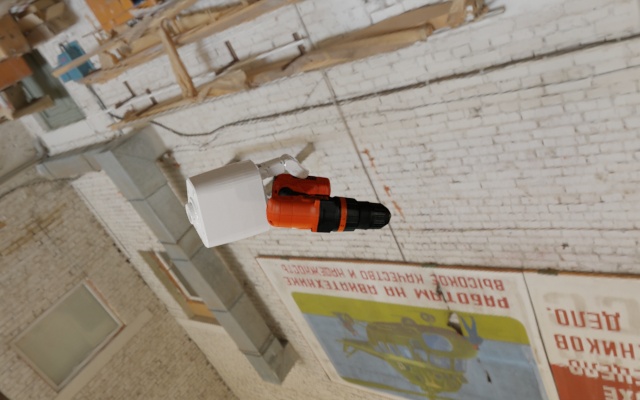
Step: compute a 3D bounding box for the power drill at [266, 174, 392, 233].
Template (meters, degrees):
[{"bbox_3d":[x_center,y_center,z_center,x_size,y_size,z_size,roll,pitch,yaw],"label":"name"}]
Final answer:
[{"bbox_3d":[0.000,0.002,0.757,0.184,0.057,0.187,5,11,-13],"label":"power drill"}]
